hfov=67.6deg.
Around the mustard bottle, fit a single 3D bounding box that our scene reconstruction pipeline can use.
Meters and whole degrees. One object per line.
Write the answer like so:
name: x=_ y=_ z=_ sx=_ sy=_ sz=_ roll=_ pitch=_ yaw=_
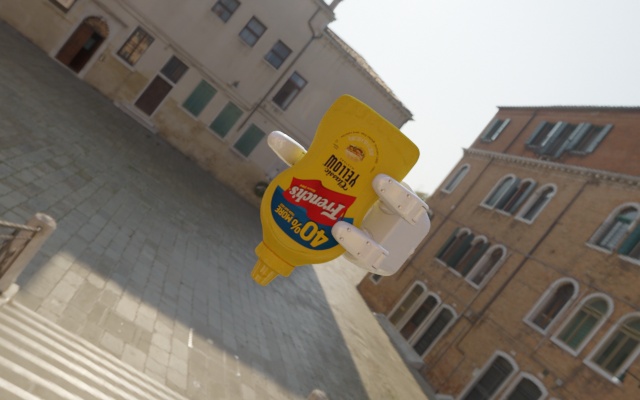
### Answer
mustard bottle: x=0.000 y=0.001 z=0.453 sx=0.096 sy=0.191 sz=0.058 roll=39 pitch=1 yaw=6
